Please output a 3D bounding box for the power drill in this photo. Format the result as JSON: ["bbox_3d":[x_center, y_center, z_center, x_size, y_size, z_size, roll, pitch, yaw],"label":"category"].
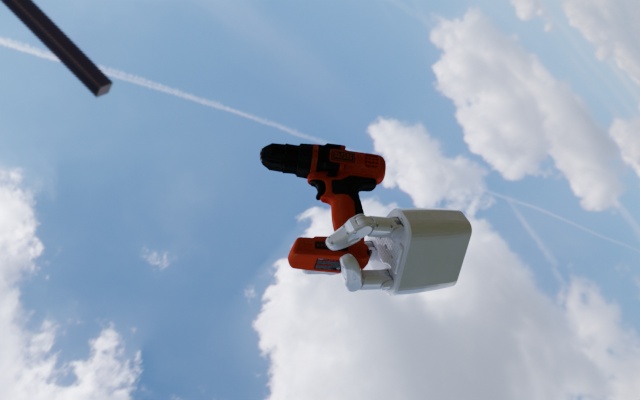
[{"bbox_3d":[0.000,0.003,0.659,0.184,0.187,0.057,6,-30,-3],"label":"power drill"}]
